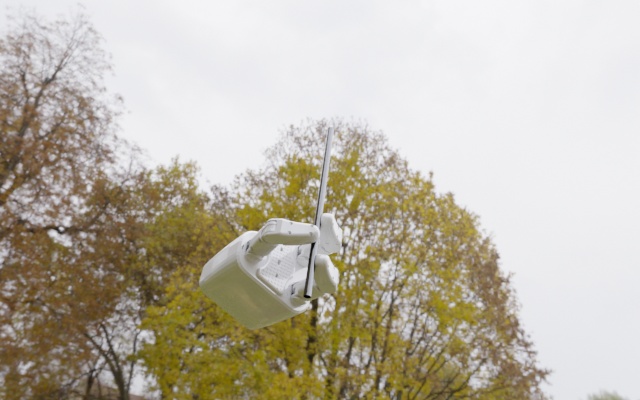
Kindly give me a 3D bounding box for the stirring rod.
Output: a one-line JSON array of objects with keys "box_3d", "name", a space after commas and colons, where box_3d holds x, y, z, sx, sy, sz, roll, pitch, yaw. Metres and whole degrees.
[{"box_3d": [0.000, 0.002, 0.552, 0.011, 0.239, 0.011, 5, -37, 4], "name": "stirring rod"}]
